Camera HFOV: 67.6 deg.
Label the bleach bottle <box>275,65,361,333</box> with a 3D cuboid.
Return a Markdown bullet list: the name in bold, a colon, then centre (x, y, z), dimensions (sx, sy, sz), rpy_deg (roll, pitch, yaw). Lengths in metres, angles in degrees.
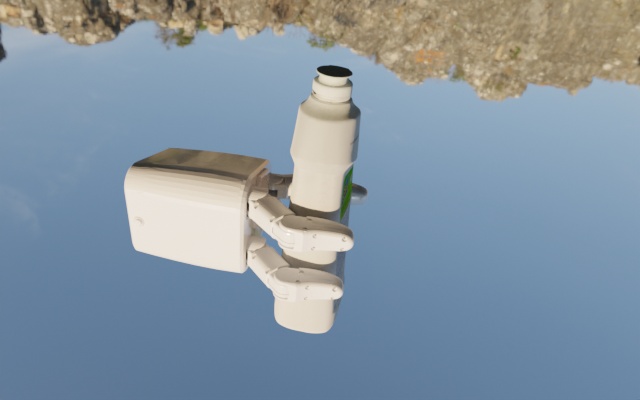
- **bleach bottle**: centre (0.000, 0.002, 0.437), dimensions (0.068, 0.251, 0.102), rpy_deg (10, 33, 5)
